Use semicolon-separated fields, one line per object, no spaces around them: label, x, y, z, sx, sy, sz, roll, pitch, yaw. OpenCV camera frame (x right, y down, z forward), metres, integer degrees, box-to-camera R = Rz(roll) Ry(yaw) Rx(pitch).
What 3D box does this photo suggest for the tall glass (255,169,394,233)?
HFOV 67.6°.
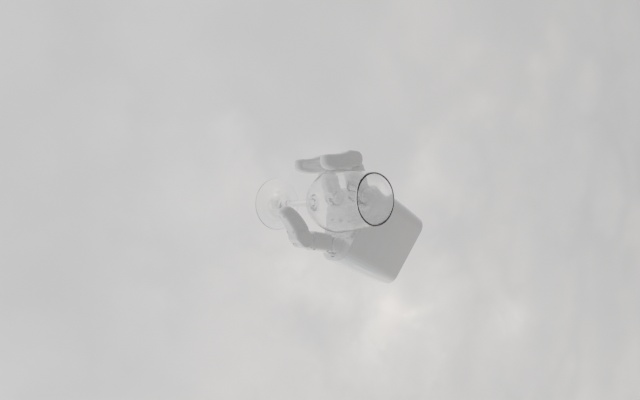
tall glass;0.000;0.002;0.615;0.079;0.079;0.201;0;-2;-39
